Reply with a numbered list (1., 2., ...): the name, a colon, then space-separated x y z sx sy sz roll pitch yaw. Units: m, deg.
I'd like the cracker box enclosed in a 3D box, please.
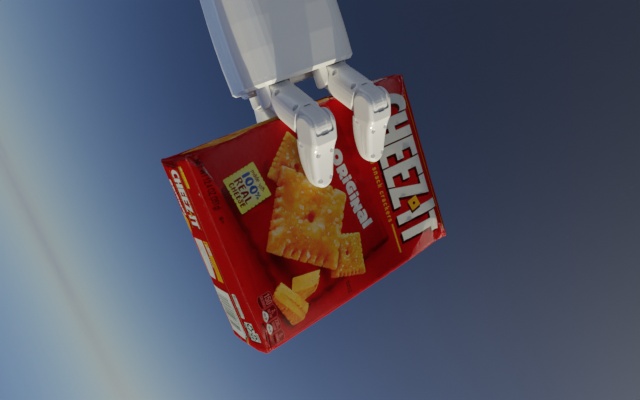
1. cracker box: 0.000 0.001 0.412 0.213 0.164 0.072 -27 17 -29
